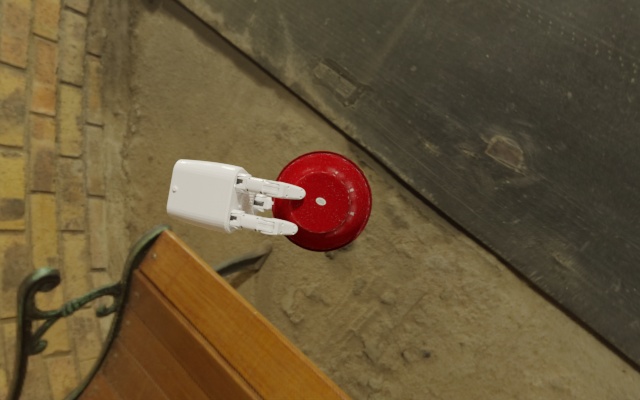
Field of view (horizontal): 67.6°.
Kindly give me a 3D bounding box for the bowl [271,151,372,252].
[{"bbox_3d":[0.001,0.002,0.734,0.162,0.162,0.055,0,2,3],"label":"bowl"}]
